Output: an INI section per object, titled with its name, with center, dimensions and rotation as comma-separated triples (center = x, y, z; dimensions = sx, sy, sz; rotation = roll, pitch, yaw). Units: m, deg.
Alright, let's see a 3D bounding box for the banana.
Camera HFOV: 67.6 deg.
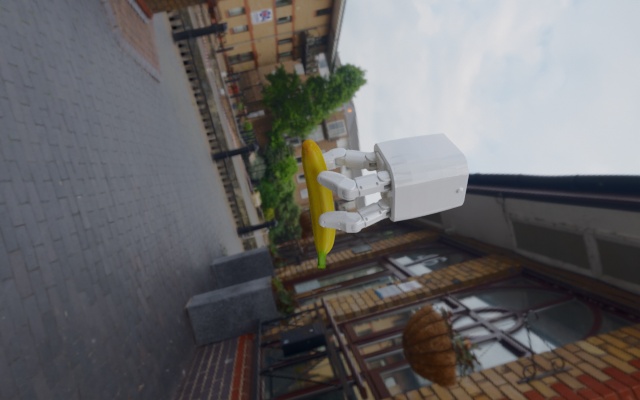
[banana]
center = 0.000, -0.002, 0.701
dimensions = 0.037, 0.198, 0.069
rotation = -8, 22, 1
